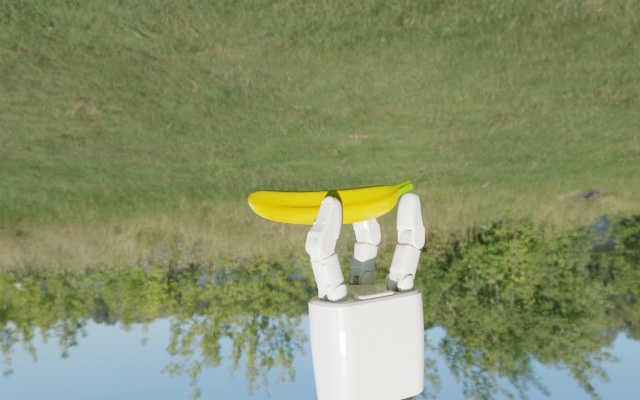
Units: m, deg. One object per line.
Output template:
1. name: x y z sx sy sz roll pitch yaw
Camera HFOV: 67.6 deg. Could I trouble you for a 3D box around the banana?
1. banana: -0.003 0.005 0.518 0.198 0.037 0.069 -2 9 21
